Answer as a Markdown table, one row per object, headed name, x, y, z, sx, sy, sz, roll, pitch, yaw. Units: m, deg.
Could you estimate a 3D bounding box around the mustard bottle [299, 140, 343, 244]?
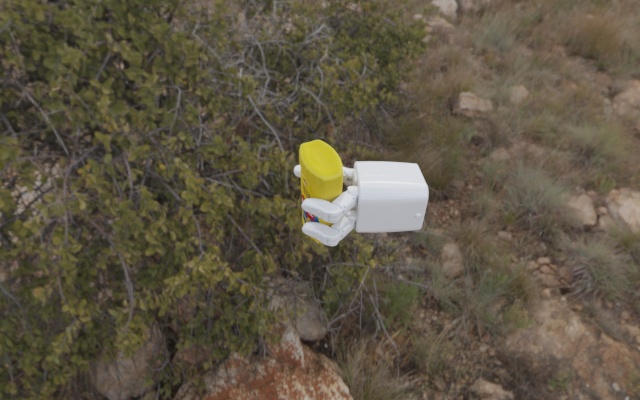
| name | x | y | z | sx | sy | sz | roll | pitch | yaw |
| --- | --- | --- | --- | --- | --- | --- | --- | --- | --- |
| mustard bottle | 0.000 | 0.002 | 0.779 | 0.058 | 0.192 | 0.096 | -18 | 48 | -17 |
